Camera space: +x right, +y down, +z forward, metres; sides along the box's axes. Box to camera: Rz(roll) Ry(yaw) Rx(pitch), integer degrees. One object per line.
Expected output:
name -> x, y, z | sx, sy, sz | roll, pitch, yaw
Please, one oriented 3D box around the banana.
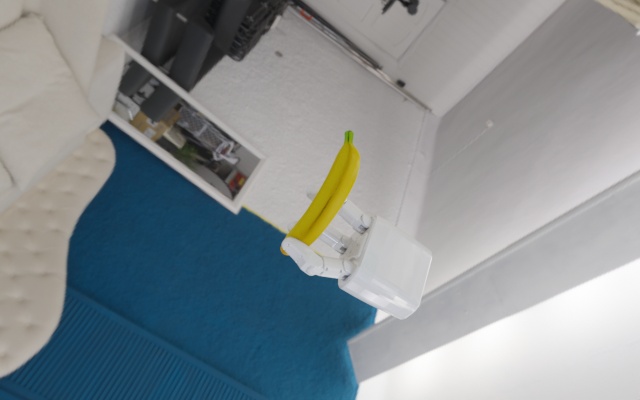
banana -> 0.003, 0.006, 0.629 | 0.037, 0.198, 0.069 | 28, 16, -12
